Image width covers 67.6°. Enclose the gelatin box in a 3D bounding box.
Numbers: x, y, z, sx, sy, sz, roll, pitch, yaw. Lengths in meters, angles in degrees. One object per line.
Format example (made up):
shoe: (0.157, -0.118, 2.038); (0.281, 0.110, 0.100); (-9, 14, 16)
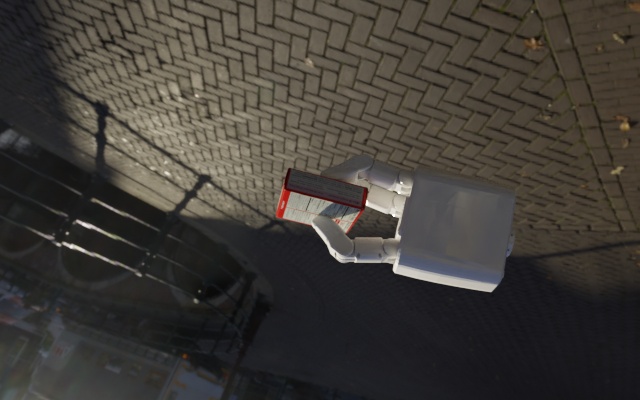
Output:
gelatin box: (0.000, 0.002, 0.526); (0.089, 0.030, 0.073); (13, -27, -6)
